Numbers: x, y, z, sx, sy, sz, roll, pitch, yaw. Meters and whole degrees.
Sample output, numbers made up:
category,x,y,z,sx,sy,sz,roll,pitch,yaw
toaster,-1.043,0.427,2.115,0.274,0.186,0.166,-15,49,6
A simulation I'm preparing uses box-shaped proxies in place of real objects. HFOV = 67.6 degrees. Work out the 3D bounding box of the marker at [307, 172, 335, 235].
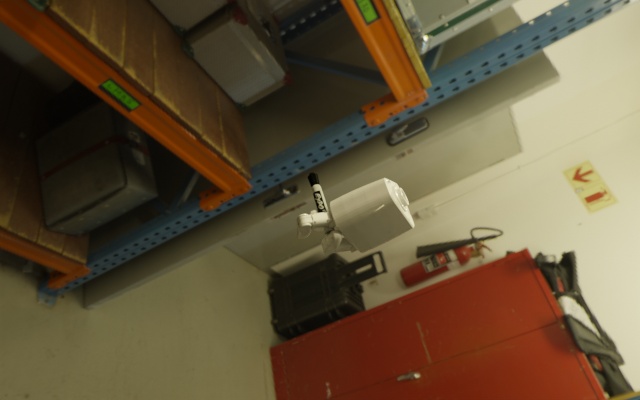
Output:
category,x,y,z,sx,sy,sz,roll,pitch,yaw
marker,0.000,0.003,0.835,0.020,0.121,0.020,-13,-27,-7
